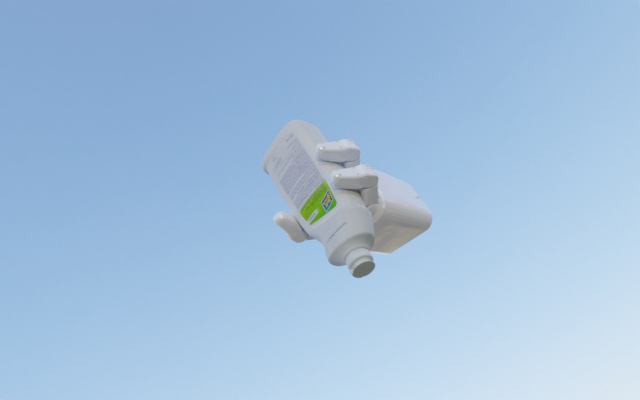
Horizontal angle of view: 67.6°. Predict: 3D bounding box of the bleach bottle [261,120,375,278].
[{"bbox_3d":[0.000,0.002,0.621,0.068,0.103,0.250,15,33,-37],"label":"bleach bottle"}]
